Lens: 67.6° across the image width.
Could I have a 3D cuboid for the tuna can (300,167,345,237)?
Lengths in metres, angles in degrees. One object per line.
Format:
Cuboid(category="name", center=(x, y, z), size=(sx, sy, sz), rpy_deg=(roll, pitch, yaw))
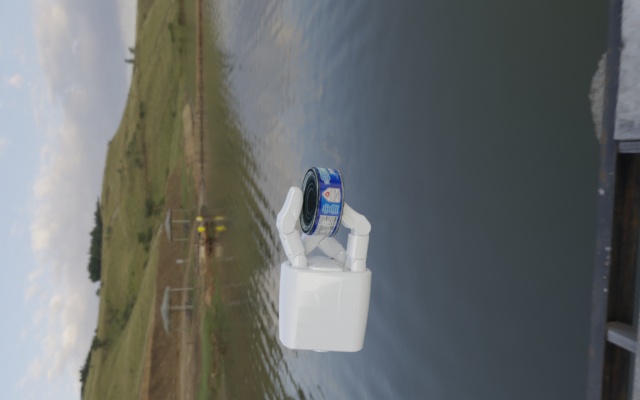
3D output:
Cuboid(category="tuna can", center=(0.000, 0.002, 0.591), size=(0.034, 0.086, 0.086), rpy_deg=(5, -2, -17))
